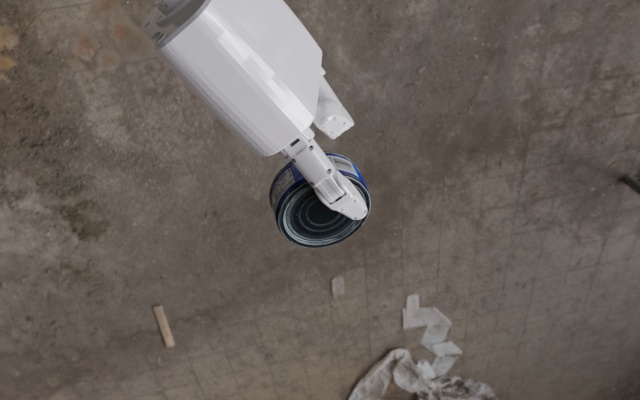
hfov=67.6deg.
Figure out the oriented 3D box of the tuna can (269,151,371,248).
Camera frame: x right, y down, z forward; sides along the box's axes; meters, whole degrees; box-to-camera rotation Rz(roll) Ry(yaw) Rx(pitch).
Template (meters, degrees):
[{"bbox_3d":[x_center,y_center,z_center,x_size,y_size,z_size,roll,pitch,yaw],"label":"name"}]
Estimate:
[{"bbox_3d":[0.000,0.002,0.420,0.086,0.086,0.033,0,39,-19],"label":"tuna can"}]
